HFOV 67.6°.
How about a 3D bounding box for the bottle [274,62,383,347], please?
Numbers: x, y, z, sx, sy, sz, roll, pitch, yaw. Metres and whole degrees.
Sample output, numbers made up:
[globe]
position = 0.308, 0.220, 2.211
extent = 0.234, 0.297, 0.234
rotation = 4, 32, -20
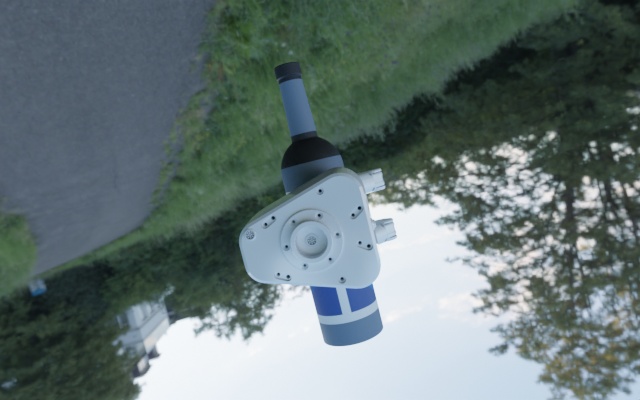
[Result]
[bottle]
position = 0.000, 0.002, 0.508
extent = 0.069, 0.296, 0.069
rotation = -14, 3, 1
